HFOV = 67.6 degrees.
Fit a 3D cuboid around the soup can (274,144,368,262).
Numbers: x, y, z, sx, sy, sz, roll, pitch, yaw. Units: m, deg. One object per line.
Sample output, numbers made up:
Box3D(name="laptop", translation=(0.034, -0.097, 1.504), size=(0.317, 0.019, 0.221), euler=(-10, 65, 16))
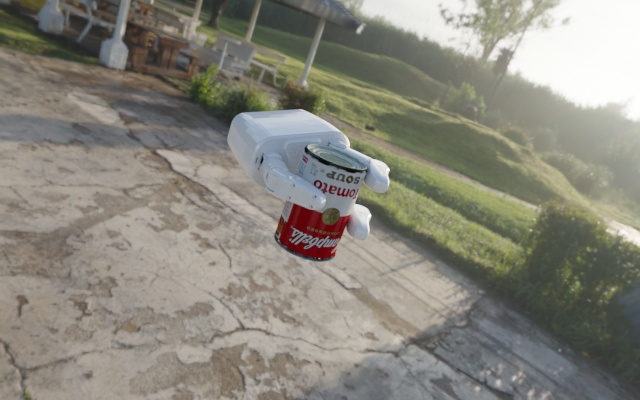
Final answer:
Box3D(name="soup can", translation=(0.000, 0.002, 0.486), size=(0.068, 0.102, 0.068), euler=(18, 18, -6))
